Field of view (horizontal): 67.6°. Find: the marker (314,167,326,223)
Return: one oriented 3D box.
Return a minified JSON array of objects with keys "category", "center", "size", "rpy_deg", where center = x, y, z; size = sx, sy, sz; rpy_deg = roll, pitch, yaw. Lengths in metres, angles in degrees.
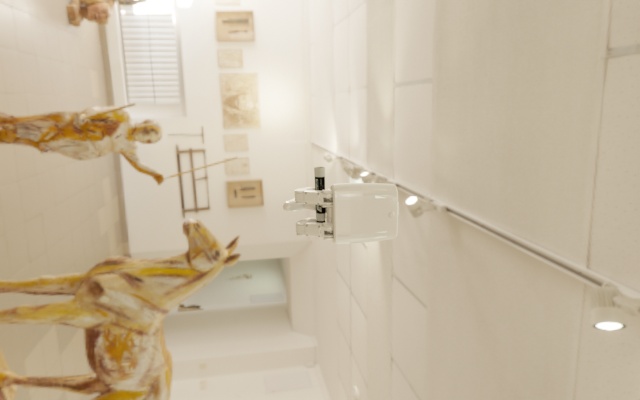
[{"category":"marker","center":[0.000,0.003,0.822],"size":[0.020,0.121,0.020],"rpy_deg":[-1,13,0]}]
